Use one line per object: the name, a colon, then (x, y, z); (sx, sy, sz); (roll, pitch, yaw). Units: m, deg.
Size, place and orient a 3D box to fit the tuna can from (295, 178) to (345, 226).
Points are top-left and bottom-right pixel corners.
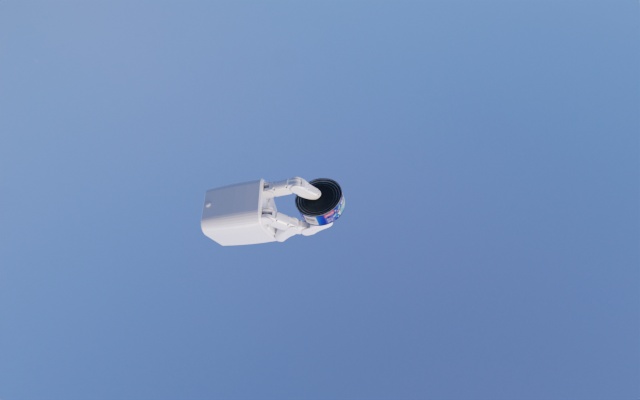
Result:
tuna can: (0.000, 0.003, 0.849); (0.086, 0.086, 0.034); (0, -38, 20)
